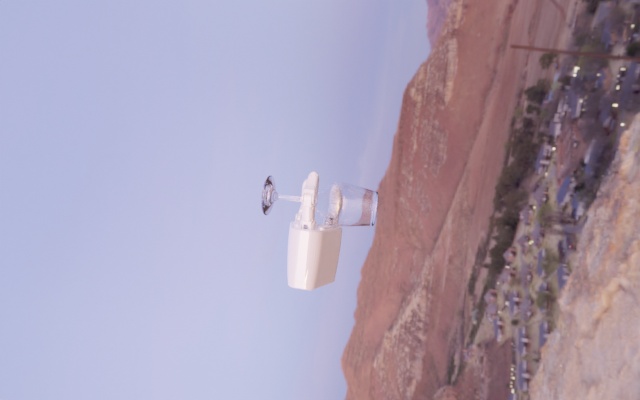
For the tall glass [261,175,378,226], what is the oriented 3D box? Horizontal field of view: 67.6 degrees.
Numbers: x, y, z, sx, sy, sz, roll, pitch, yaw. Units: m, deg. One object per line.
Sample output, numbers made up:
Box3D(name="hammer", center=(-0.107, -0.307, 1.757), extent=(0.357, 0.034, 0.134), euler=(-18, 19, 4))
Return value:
Box3D(name="tall glass", center=(-0.001, 0.003, 0.861), extent=(0.201, 0.079, 0.079), euler=(7, 1, 12))
